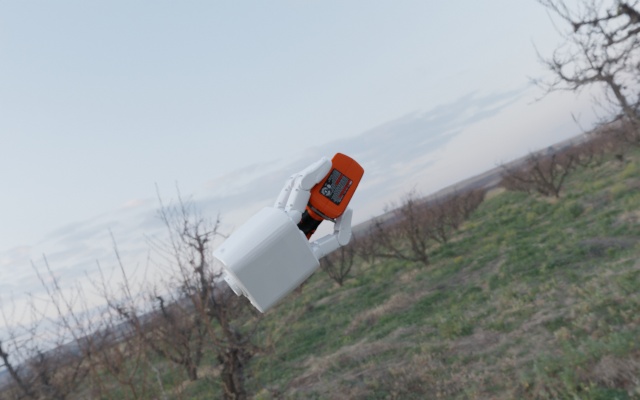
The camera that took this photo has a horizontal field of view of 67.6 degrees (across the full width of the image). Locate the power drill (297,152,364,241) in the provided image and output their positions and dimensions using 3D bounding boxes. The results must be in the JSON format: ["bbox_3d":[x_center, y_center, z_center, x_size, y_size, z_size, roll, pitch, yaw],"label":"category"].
[{"bbox_3d":[0.000,0.002,0.765,0.057,0.184,0.188,32,-33,-4],"label":"power drill"}]
